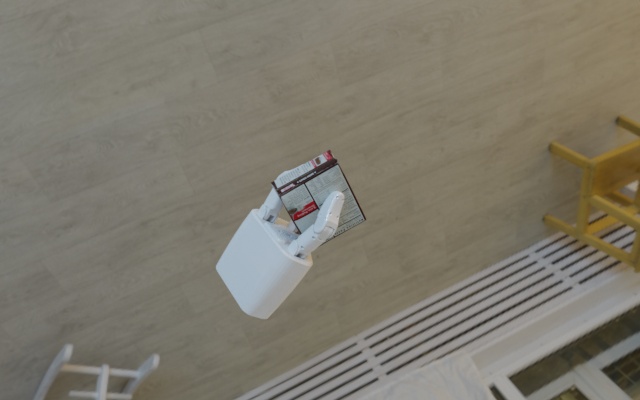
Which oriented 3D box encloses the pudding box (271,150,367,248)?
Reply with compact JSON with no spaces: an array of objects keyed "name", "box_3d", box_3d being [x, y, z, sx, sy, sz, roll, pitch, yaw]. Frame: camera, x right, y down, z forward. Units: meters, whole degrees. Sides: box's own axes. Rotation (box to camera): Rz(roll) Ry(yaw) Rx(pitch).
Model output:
[{"name":"pudding box","box_3d":[0.000,0.002,0.635,0.090,0.114,0.039,-30,39,-2]}]
